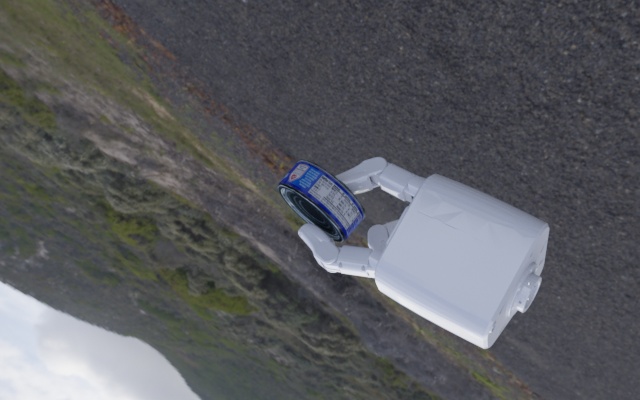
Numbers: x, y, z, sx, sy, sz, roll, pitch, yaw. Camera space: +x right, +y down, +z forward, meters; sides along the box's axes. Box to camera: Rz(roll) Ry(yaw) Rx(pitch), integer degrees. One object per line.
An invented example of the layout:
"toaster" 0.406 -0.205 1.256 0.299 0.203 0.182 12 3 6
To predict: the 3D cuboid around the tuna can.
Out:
"tuna can" 0.000 0.002 0.463 0.086 0.033 0.086 38 -14 12
